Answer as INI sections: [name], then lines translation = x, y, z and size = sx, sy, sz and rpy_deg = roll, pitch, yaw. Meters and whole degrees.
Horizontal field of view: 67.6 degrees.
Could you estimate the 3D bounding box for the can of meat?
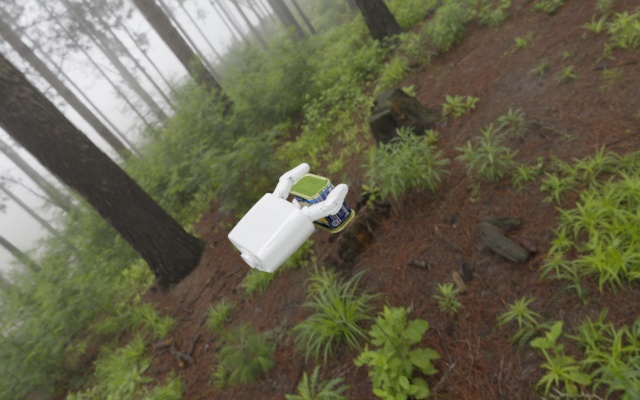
[can of meat]
translation = 0.000, 0.003, 0.856
size = 0.057, 0.084, 0.102
rpy_deg = -45, 29, -16
